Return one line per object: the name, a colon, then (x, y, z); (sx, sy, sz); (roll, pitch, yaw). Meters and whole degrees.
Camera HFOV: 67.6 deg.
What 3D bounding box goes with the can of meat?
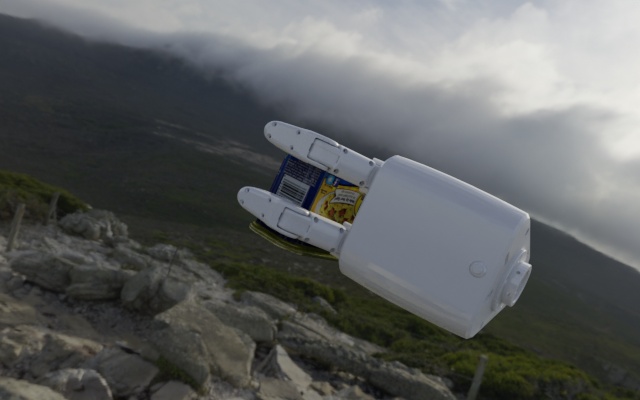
can of meat: (0.000, 0.001, 0.412); (0.057, 0.084, 0.102); (28, 5, 36)
